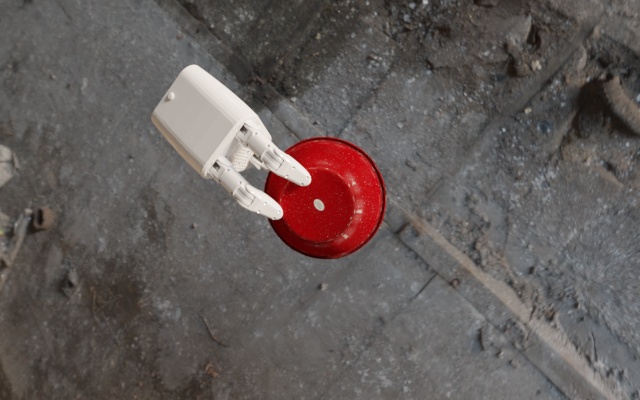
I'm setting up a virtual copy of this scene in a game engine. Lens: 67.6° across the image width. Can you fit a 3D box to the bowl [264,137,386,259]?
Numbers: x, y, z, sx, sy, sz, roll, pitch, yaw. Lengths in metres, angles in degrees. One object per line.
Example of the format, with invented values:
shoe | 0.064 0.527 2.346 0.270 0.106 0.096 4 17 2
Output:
bowl | 0.001 0.003 0.596 0.162 0.162 0.055 0 9 9
